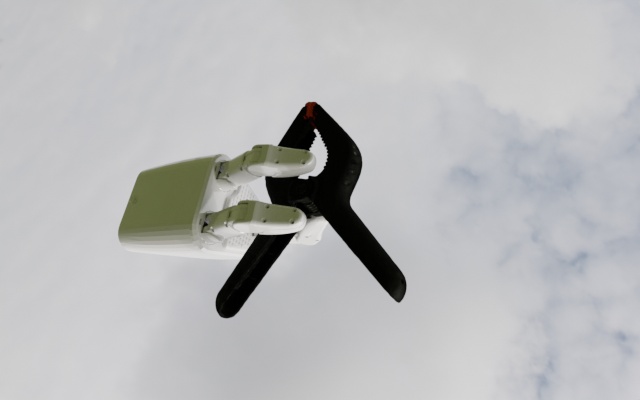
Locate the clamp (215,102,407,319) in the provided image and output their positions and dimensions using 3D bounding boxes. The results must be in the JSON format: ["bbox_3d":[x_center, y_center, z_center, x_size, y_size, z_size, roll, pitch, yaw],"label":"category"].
[{"bbox_3d":[0.000,0.001,0.416,0.164,0.210,0.036,-4,-29,26],"label":"clamp"}]
